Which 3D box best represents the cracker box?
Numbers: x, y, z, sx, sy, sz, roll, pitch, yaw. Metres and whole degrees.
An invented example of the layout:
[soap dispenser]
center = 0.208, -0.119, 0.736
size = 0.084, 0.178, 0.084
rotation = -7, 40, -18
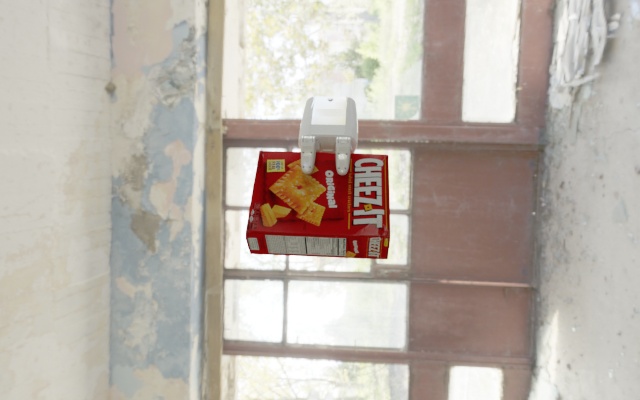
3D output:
[cracker box]
center = 0.000, 0.003, 0.749
size = 0.214, 0.164, 0.072
rotation = 2, -37, 4
